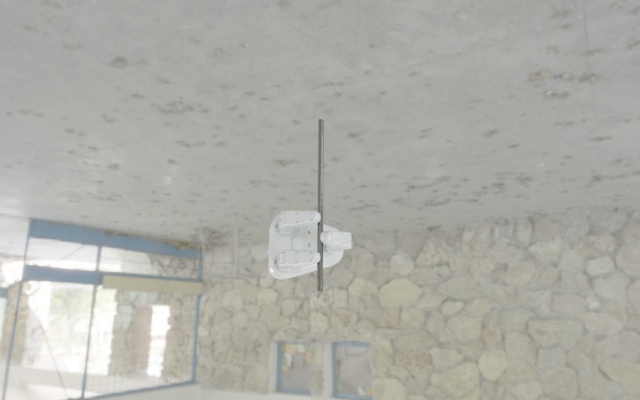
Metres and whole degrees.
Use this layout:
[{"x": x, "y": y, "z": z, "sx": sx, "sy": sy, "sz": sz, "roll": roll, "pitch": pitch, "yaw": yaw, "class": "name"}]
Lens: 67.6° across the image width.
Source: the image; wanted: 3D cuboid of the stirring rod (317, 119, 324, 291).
[{"x": 0.000, "y": 0.002, "z": 0.656, "sx": 0.011, "sy": 0.239, "sz": 0.011, "roll": 0, "pitch": -13, "yaw": 0, "class": "stirring rod"}]
